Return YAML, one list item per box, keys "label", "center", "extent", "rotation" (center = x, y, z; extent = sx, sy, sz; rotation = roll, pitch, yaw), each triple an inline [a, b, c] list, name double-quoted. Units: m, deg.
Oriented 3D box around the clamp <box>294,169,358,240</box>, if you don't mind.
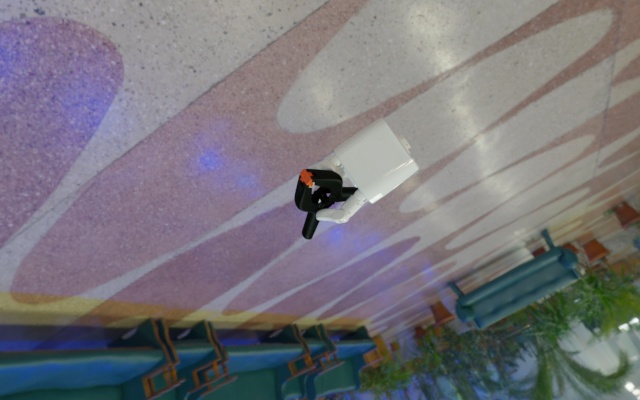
- label: "clamp"
  center: [0.000, 0.003, 0.880]
  extent: [0.164, 0.036, 0.210]
  rotation: [-38, -28, 9]
